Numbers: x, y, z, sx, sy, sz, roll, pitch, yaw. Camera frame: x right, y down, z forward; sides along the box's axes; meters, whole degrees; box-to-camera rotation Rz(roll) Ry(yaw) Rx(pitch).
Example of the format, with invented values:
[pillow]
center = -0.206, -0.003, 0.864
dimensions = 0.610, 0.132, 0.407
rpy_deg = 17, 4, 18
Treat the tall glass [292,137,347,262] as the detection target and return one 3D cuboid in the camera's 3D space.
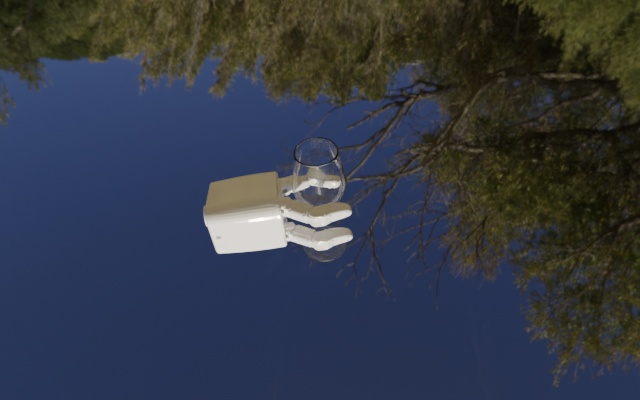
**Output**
[tall glass]
center = 0.000, 0.003, 0.718
dimensions = 0.079, 0.079, 0.201
rpy_deg = 0, -44, 5
